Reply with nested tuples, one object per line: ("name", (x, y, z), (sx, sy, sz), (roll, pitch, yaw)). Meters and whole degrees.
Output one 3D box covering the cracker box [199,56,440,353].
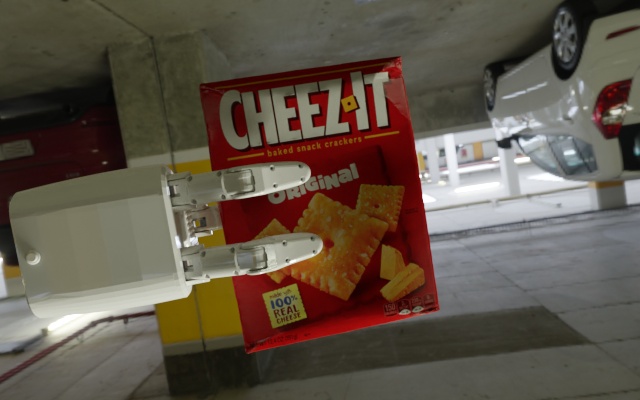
("cracker box", (0.000, 0.001, 0.401), (0.164, 0.214, 0.072), (-10, 4, -6))
